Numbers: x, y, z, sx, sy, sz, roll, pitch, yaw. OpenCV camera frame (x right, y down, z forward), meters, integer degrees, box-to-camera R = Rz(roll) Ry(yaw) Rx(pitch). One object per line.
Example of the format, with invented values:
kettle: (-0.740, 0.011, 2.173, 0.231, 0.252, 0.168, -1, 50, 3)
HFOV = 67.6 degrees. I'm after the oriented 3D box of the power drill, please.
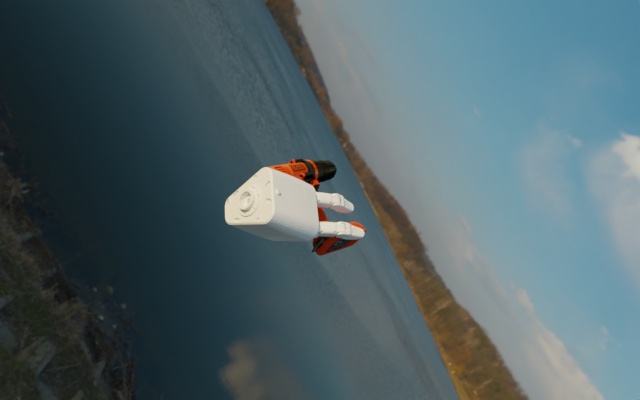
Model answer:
power drill: (0.000, 0.003, 0.881, 0.184, 0.187, 0.057, -14, -30, -45)
